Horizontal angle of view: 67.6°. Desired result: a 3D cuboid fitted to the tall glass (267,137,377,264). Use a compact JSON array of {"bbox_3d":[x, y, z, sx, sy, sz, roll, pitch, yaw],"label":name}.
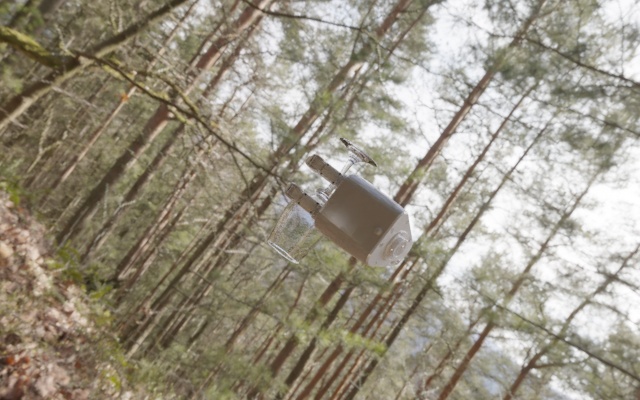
[{"bbox_3d":[0.000,0.002,0.752,0.079,0.201,0.079,38,-1,1],"label":"tall glass"}]
